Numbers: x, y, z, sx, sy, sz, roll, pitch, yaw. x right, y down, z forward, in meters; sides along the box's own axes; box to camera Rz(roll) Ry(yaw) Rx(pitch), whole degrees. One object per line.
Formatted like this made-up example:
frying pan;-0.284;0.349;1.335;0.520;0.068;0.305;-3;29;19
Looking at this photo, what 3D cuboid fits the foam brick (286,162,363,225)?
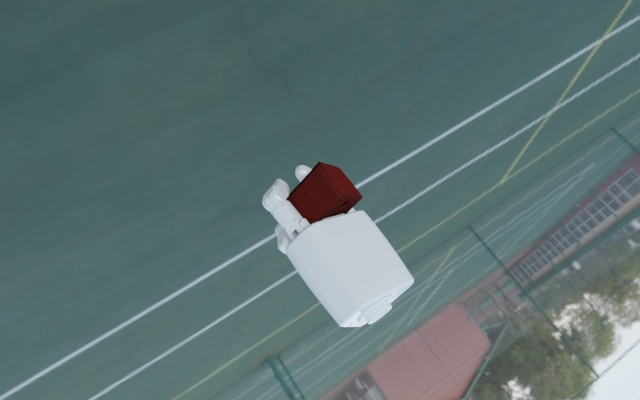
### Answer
foam brick;0.000;0.002;0.564;0.078;0.051;0.053;-46;-24;21
